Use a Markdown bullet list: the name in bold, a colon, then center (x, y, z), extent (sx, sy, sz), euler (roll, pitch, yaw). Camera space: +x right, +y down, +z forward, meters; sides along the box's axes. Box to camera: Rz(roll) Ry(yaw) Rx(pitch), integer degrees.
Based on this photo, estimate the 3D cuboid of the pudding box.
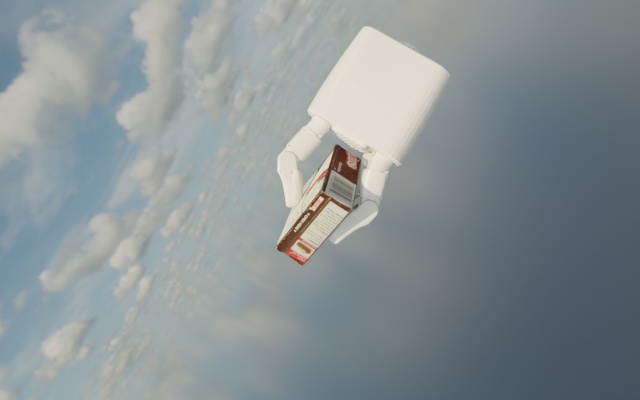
- **pudding box**: center (0.000, 0.002, 0.511), extent (0.039, 0.090, 0.113), euler (33, 30, -8)
